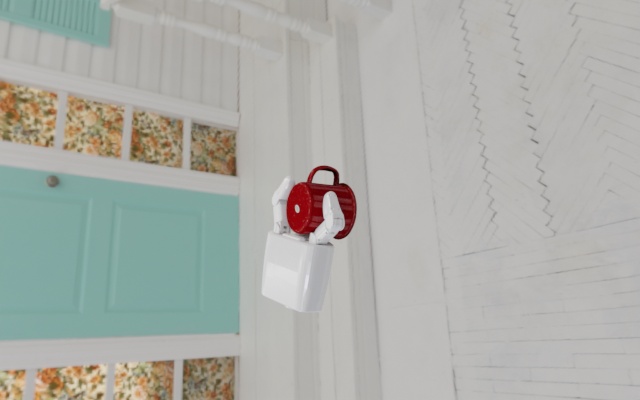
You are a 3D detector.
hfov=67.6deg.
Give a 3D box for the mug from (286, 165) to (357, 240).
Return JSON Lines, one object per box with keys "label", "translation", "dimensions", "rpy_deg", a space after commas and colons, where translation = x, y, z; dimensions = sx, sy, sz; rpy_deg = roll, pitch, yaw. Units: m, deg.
{"label": "mug", "translation": [0.000, 0.001, 0.757], "dimensions": [0.081, 0.117, 0.093], "rpy_deg": [6, 7, -31]}
